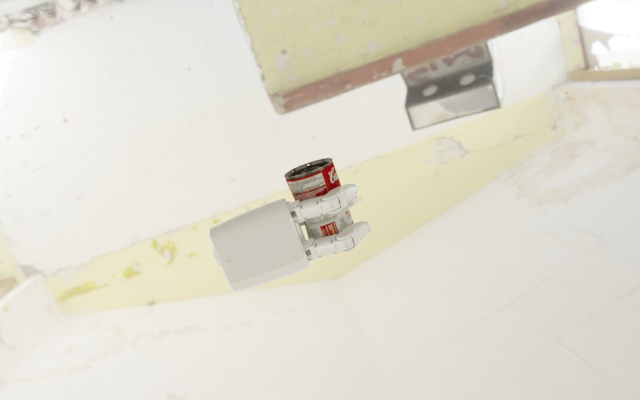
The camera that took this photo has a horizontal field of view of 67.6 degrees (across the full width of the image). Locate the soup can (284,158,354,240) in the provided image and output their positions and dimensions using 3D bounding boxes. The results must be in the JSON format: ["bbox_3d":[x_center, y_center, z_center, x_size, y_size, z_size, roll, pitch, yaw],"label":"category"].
[{"bbox_3d":[0.001,0.002,0.642,0.068,0.102,0.068,-18,15,5],"label":"soup can"}]
